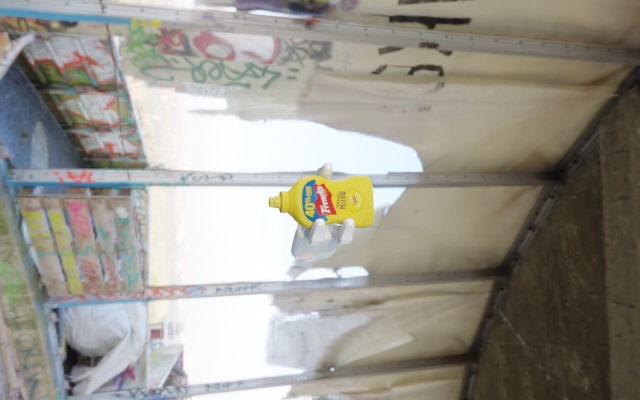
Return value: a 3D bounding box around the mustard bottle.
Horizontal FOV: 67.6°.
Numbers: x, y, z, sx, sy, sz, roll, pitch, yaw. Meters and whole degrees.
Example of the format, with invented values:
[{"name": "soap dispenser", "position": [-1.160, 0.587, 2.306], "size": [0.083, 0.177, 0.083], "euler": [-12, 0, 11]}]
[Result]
[{"name": "mustard bottle", "position": [0.000, 0.003, 0.873], "size": [0.191, 0.096, 0.058], "euler": [0, -7, -15]}]
